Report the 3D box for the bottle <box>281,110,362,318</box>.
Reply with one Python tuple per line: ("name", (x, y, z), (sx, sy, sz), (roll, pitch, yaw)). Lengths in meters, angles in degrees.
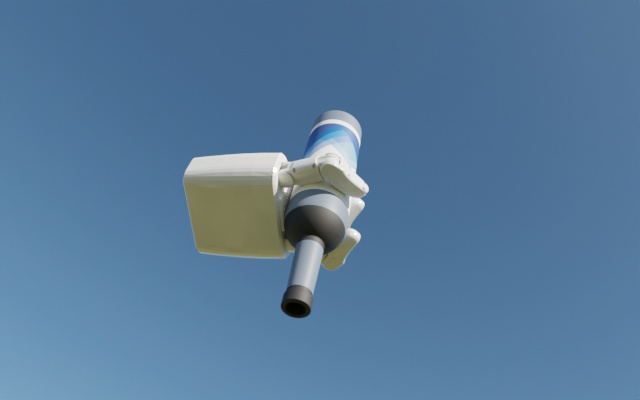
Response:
("bottle", (0.000, 0.002, 0.529), (0.069, 0.069, 0.295), (0, 40, 11))
